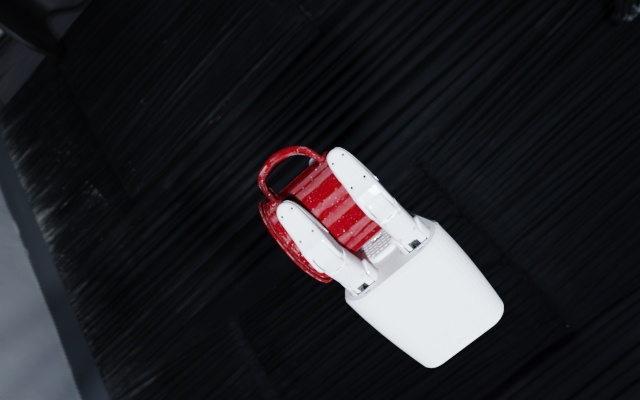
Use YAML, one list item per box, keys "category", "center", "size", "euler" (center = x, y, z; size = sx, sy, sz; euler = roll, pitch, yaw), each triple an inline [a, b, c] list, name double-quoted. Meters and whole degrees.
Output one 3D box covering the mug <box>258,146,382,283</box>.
- category: "mug"
  center: [-0.001, 0.000, 0.408]
  size: [0.081, 0.117, 0.093]
  euler: [-41, 21, 10]
